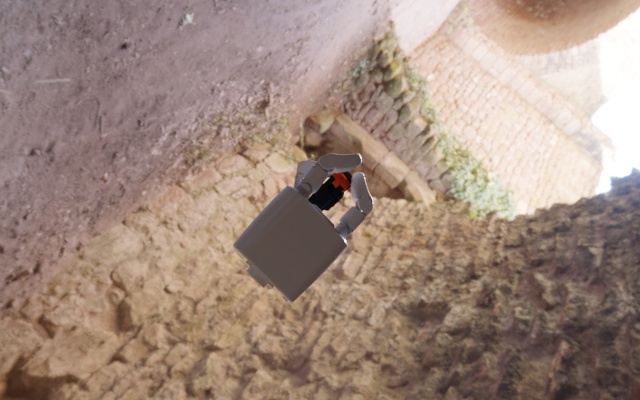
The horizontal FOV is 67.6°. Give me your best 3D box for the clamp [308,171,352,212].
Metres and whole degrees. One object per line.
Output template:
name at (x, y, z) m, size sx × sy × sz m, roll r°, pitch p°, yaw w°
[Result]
clamp at (0.001, 0.003, 0.715) m, size 0.039 × 0.120 × 0.171 m, roll 43°, pitch -14°, yaw 5°
